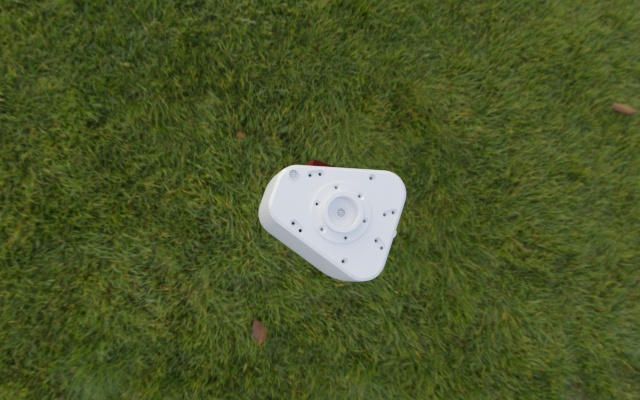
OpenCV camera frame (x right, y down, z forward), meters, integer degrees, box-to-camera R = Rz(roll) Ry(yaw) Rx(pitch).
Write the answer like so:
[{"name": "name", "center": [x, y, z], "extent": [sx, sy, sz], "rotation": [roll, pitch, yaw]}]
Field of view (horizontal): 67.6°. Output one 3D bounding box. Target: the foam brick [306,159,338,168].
[{"name": "foam brick", "center": [0.000, 0.001, 0.516], "extent": [0.053, 0.078, 0.051], "rotation": [20, -8, -10]}]
